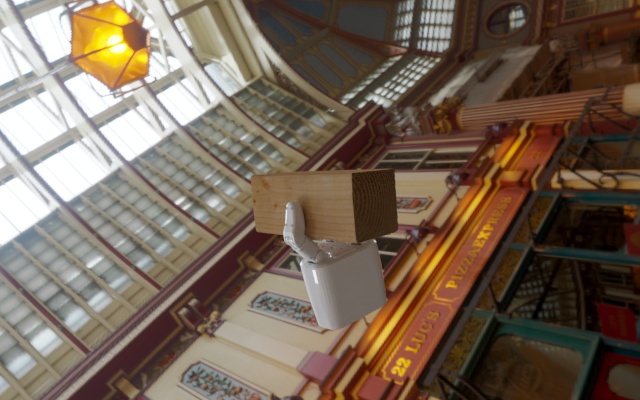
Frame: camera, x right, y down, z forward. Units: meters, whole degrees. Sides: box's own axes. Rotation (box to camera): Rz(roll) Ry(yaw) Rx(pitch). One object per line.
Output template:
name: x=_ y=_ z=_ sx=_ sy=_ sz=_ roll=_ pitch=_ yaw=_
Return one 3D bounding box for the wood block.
wood block: x=0.000 y=0.003 z=0.690 sx=0.206 sy=0.090 sz=0.091 roll=1 pitch=8 yaw=45
